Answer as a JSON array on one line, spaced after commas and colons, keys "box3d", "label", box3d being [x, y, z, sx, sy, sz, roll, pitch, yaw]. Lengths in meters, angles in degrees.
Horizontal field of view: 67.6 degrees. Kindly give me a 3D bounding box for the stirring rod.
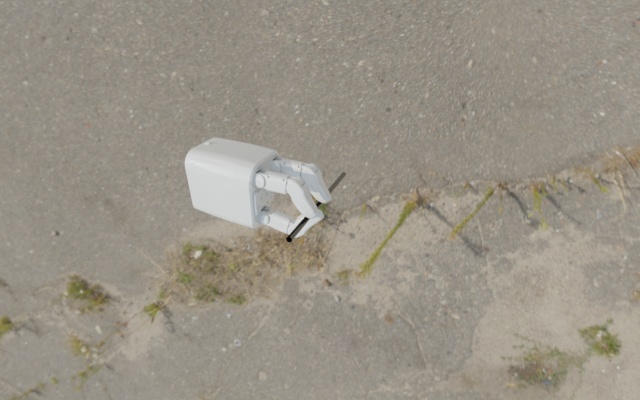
[{"box3d": [0.000, 0.002, 0.695, 0.011, 0.011, 0.239, 0, 23, 21], "label": "stirring rod"}]
